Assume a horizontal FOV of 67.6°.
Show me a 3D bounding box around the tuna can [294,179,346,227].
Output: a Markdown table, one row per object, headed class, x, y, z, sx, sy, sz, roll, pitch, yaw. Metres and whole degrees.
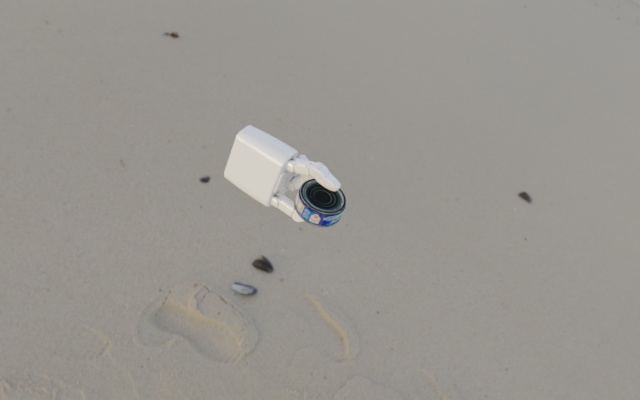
| class | x | y | z | sx | sy | sz | roll | pitch | yaw |
| --- | --- | --- | --- | --- | --- | --- | --- | --- | --- |
| tuna can | 0.000 | 0.002 | 0.818 | 0.086 | 0.086 | 0.034 | 0 | -42 | -24 |
